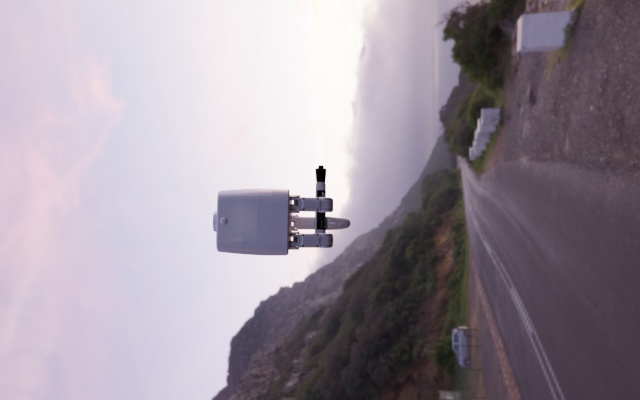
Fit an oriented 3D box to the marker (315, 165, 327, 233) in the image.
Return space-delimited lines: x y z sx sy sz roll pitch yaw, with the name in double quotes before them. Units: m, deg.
"marker" 0.000 0.003 0.778 0.020 0.121 0.020 1 -5 0
